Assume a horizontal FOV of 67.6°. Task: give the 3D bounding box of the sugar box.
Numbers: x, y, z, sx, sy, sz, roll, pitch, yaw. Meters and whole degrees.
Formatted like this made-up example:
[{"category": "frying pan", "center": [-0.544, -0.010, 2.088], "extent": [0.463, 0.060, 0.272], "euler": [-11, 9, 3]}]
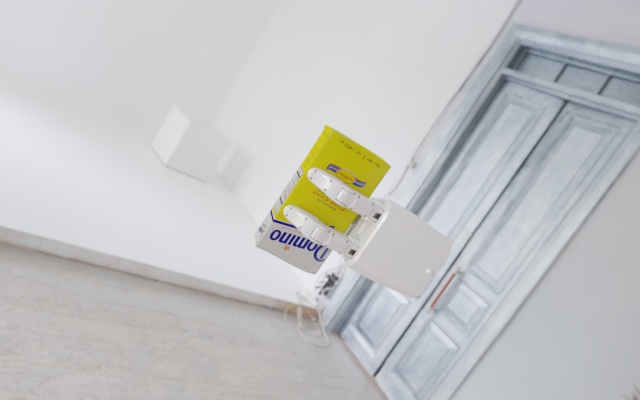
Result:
[{"category": "sugar box", "center": [0.000, 0.002, 0.608], "extent": [0.093, 0.176, 0.048], "euler": [29, 10, -19]}]
